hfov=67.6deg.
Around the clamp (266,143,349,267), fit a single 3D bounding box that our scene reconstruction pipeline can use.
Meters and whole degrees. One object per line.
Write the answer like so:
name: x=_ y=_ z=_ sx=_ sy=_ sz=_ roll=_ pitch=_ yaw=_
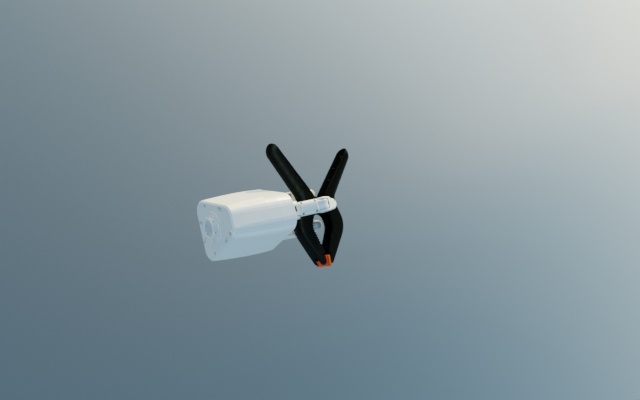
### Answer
clamp: x=0.001 y=0.003 z=0.792 sx=0.164 sy=0.210 sz=0.036 roll=-10 pitch=-5 yaw=-38
